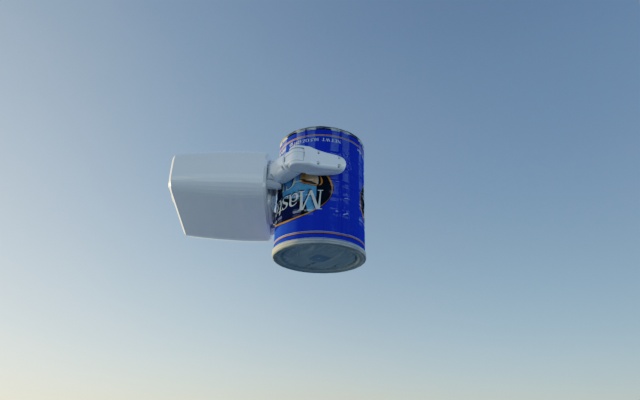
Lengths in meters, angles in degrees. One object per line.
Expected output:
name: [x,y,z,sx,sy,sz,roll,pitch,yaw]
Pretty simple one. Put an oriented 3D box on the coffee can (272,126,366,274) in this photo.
coffee can: [0.000,0.002,0.548,0.103,0.140,0.103,1,-25,1]
